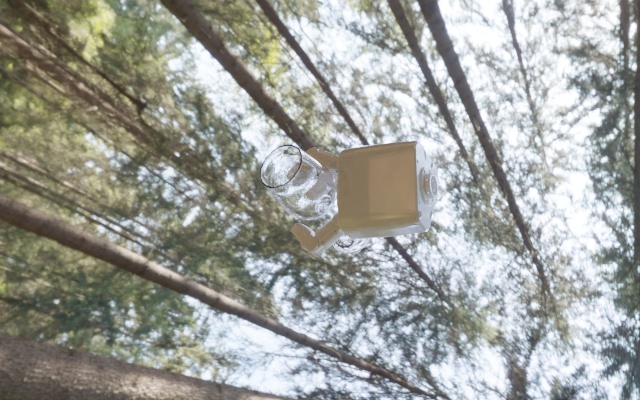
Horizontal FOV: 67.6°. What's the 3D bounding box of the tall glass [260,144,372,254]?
[{"bbox_3d":[0.000,0.003,0.654,0.079,0.079,0.201,0,-26,34],"label":"tall glass"}]
